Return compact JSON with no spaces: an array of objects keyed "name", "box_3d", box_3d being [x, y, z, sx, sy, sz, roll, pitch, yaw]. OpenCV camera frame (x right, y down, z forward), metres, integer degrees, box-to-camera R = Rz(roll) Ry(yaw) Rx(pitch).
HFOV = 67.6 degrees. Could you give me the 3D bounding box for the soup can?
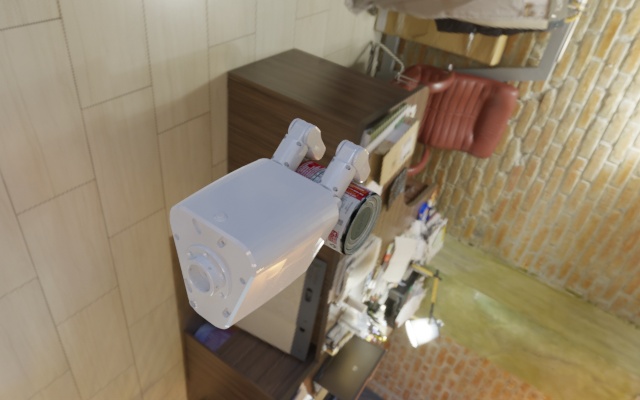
[{"name":"soup can","box_3d":[0.001,0.002,0.471,0.102,0.068,0.068,28,12,24]}]
